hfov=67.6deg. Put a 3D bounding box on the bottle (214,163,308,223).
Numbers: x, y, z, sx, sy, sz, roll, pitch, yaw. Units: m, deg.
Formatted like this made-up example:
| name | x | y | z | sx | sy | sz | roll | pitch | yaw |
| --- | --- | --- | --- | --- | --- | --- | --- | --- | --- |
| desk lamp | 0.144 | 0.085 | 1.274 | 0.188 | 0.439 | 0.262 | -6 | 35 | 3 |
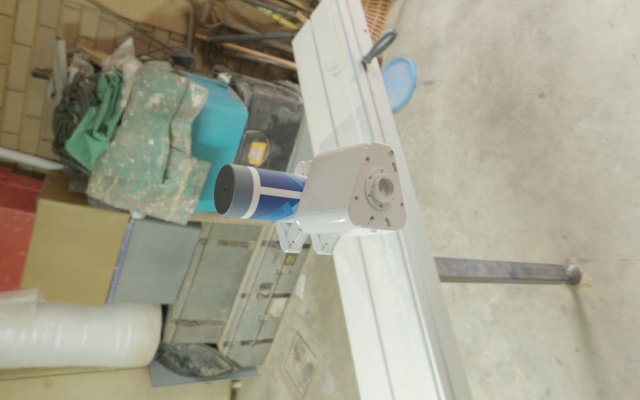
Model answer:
| name | x | y | z | sx | sy | sz | roll | pitch | yaw |
| --- | --- | --- | --- | --- | --- | --- | --- | --- | --- |
| bottle | 0.000 | 0.002 | 0.677 | 0.296 | 0.069 | 0.069 | 7 | -4 | -35 |
